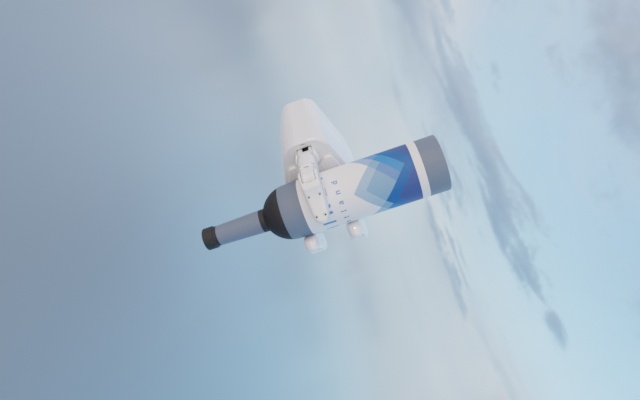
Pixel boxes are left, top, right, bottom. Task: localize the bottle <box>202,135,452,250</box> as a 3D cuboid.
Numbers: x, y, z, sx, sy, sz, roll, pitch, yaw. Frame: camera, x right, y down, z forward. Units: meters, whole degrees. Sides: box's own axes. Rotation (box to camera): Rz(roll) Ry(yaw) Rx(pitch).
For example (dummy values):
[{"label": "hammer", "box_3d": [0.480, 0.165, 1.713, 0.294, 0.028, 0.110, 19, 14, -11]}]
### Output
[{"label": "bottle", "box_3d": [0.000, 0.002, 0.563, 0.296, 0.069, 0.069, -18, -2, 7]}]
